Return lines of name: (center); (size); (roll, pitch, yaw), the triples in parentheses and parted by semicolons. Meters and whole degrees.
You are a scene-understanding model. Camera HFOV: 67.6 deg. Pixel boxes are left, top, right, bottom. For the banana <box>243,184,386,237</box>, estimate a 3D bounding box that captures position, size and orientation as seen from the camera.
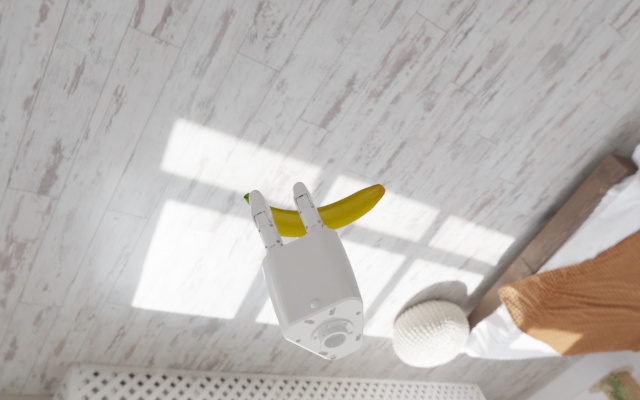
banana: (-0.005, 0.017, 0.661); (0.198, 0.070, 0.037); (-5, 39, -14)
